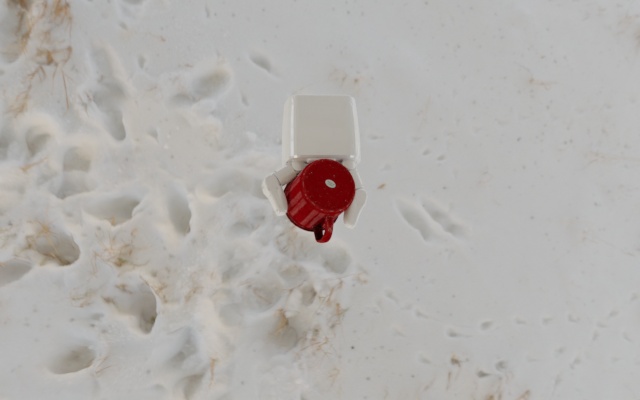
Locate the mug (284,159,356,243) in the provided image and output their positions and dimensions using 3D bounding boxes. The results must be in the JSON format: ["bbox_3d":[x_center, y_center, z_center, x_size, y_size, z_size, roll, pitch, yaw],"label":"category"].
[{"bbox_3d":[0.000,0.004,0.680,0.093,0.117,0.081,3,-18,-19],"label":"mug"}]
